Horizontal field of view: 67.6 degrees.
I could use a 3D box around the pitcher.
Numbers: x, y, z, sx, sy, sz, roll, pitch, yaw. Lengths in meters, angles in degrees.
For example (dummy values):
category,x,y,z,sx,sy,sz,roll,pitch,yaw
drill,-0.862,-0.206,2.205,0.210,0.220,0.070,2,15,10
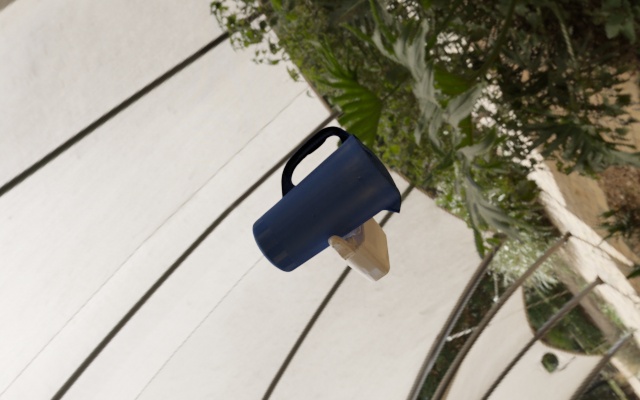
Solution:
category,x,y,z,sx,sy,sz,roll,pitch,yaw
pitcher,0.000,0.003,0.804,0.145,0.243,0.149,43,14,-39
